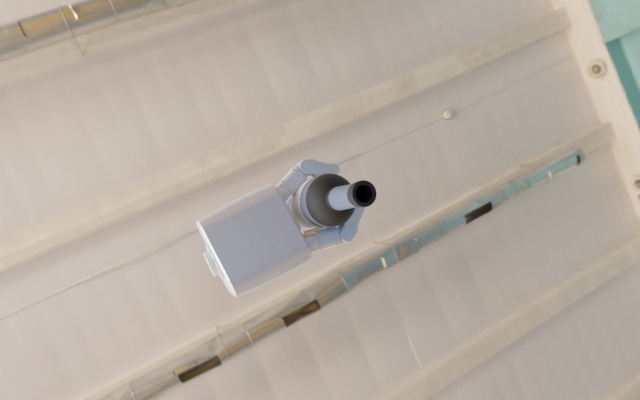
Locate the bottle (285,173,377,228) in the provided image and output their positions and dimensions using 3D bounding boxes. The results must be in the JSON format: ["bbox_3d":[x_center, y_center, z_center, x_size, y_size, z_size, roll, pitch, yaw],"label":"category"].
[{"bbox_3d":[0.000,0.002,0.622,0.069,0.069,0.296,0,-4,-18],"label":"bottle"}]
